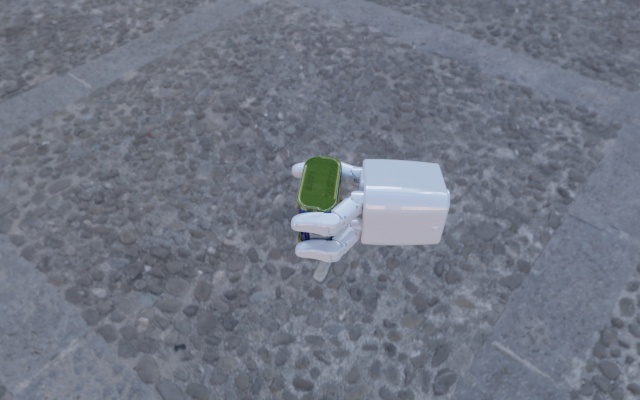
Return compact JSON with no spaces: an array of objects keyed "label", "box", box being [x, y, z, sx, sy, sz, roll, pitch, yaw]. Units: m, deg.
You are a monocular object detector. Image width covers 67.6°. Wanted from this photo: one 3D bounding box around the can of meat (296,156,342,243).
[{"label":"can of meat","box":[0.000,0.002,0.646,0.057,0.102,0.084,5,-41,5]}]
